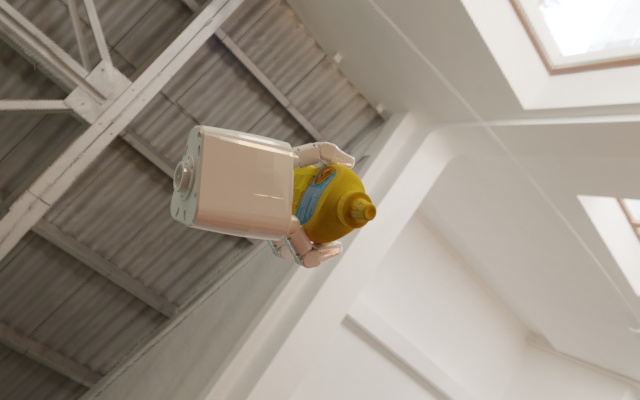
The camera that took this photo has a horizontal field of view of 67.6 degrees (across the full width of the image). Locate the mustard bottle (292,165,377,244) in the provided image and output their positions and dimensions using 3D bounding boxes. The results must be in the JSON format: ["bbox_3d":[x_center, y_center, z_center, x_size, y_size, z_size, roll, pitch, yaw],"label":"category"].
[{"bbox_3d":[0.000,0.002,0.574,0.058,0.096,0.191,38,-14,-30],"label":"mustard bottle"}]
